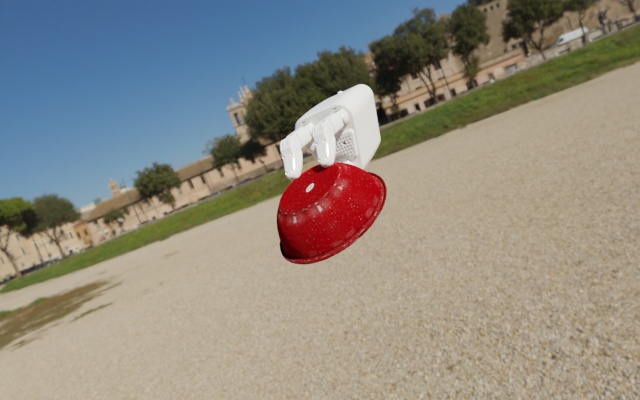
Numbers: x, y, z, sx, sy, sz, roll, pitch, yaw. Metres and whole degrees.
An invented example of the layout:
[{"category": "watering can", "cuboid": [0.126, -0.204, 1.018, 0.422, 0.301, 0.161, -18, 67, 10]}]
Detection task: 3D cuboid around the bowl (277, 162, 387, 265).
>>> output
[{"category": "bowl", "cuboid": [0.000, 0.002, 0.600, 0.162, 0.162, 0.055, 0, -44, 49]}]
